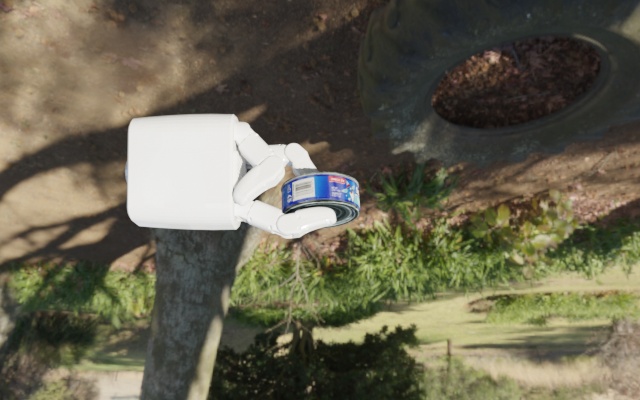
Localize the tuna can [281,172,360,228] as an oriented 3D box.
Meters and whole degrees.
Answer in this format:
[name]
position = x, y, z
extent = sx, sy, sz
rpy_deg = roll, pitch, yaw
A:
[tuna can]
position = 0.000, 0.002, 0.519
extent = 0.086, 0.033, 0.086
rpy_deg = -3, -22, -1
